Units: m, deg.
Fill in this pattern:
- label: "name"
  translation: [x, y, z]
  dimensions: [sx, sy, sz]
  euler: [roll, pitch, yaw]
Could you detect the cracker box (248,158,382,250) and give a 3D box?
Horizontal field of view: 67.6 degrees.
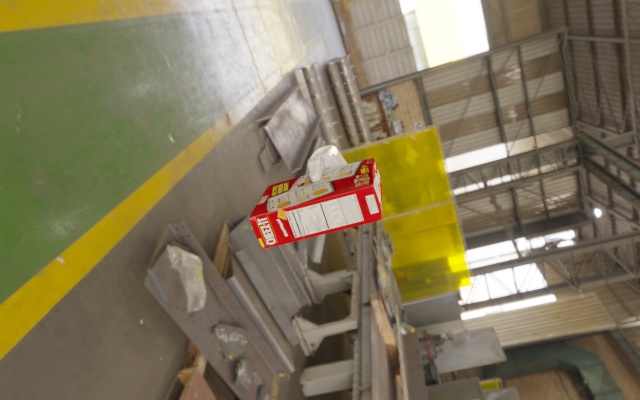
- label: "cracker box"
  translation: [0.000, 0.003, 0.839]
  dimensions: [0.214, 0.072, 0.164]
  euler: [-15, 18, 12]
